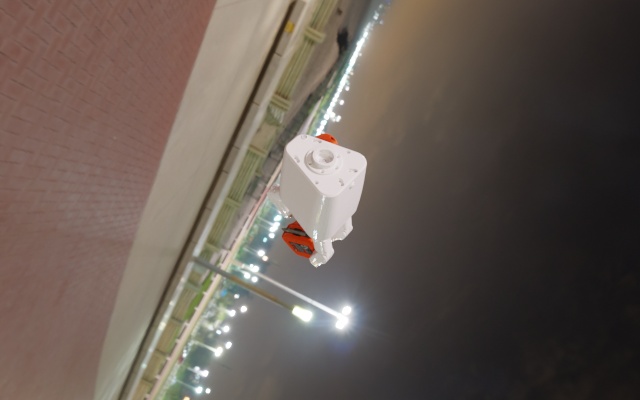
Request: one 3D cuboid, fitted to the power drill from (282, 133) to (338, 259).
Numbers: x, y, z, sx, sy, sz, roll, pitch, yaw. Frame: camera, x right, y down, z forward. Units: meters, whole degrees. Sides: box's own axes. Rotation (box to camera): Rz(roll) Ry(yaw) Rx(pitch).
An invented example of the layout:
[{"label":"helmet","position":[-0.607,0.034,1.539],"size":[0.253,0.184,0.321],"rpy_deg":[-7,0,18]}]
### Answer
[{"label":"power drill","position":[0.000,0.003,0.818],"size":[0.057,0.187,0.184],"rpy_deg":[10,-19,18]}]
